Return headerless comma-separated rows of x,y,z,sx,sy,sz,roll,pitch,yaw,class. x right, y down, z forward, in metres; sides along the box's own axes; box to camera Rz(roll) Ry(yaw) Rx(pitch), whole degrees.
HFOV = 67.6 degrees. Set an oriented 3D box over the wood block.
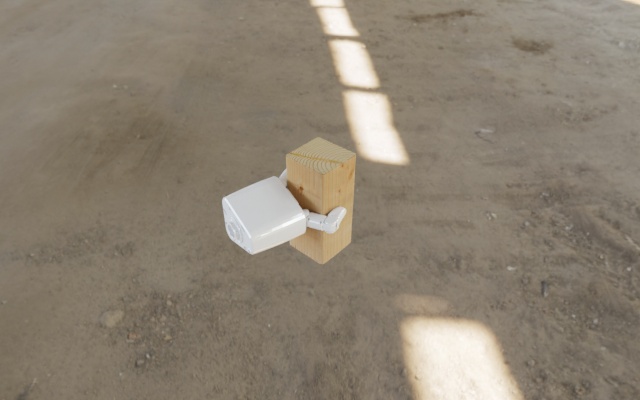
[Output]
0.000,0.003,0.884,0.090,0.206,0.090,29,46,32,wood block
